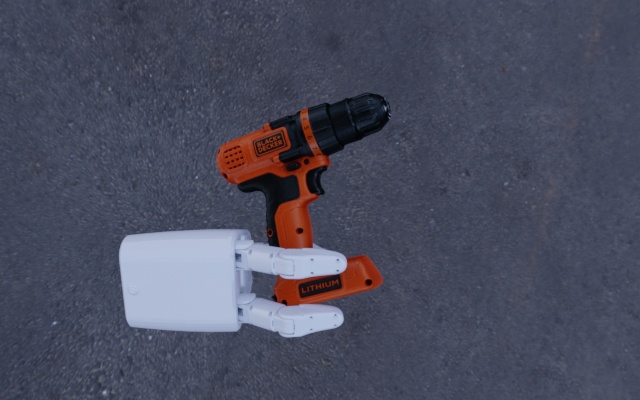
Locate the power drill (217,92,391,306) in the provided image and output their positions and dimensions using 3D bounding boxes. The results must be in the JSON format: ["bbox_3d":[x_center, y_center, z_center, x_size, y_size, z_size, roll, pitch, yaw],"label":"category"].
[{"bbox_3d":[0.000,0.002,0.473,0.184,0.187,0.057,-18,-8,16],"label":"power drill"}]
